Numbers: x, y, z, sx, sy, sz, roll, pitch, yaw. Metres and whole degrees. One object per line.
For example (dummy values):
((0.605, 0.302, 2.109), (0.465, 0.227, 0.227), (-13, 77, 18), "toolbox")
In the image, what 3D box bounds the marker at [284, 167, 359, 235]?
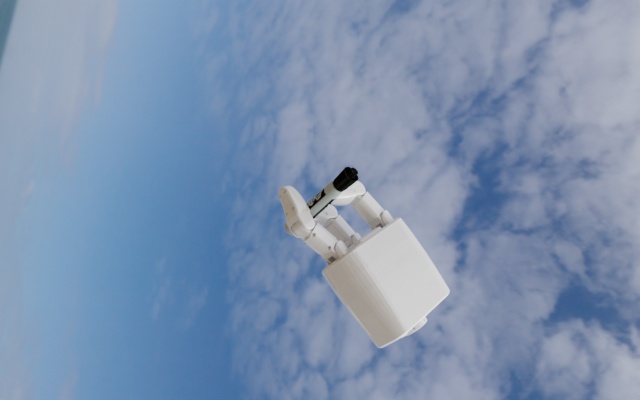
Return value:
((0.000, 0.002, 0.527), (0.020, 0.020, 0.121), (0, -32, -44), "marker")
